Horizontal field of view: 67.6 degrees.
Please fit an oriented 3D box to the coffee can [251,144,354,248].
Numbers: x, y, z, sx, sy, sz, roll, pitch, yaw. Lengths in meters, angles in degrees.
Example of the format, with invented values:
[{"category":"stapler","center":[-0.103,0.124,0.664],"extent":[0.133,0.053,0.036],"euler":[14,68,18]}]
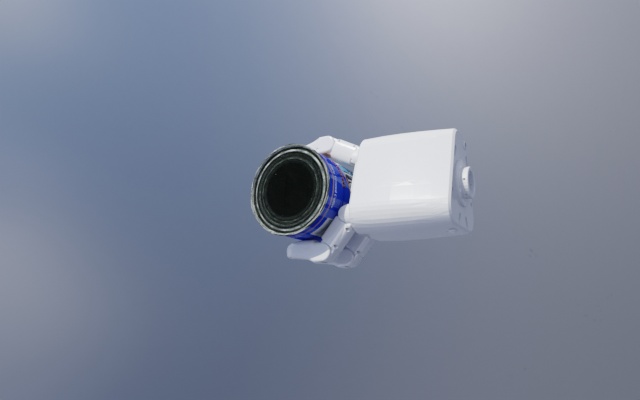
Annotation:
[{"category":"coffee can","center":[0.000,0.002,0.572],"extent":[0.103,0.103,0.140],"euler":[0,-12,31]}]
